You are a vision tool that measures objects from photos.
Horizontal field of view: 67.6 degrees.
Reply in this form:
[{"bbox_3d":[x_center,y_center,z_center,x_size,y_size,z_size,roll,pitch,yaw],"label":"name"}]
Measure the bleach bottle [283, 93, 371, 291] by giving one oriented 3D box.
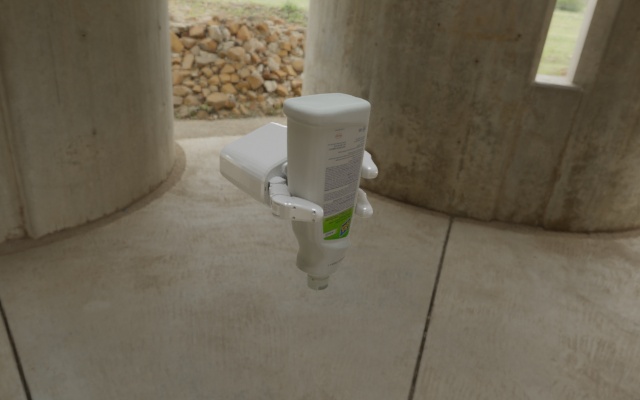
[{"bbox_3d":[0.000,0.002,0.584,0.102,0.251,0.068,-18,33,-39],"label":"bleach bottle"}]
